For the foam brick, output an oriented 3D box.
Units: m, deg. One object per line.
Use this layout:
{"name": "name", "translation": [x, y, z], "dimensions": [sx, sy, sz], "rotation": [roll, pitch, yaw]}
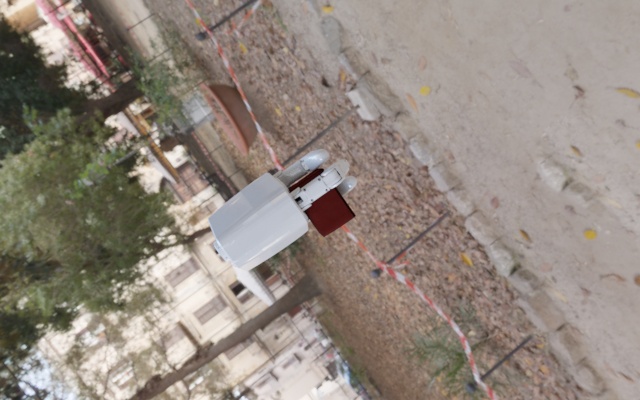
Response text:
{"name": "foam brick", "translation": [0.000, 0.002, 0.637], "dimensions": [0.051, 0.078, 0.053], "rotation": [-36, 8, -6]}
